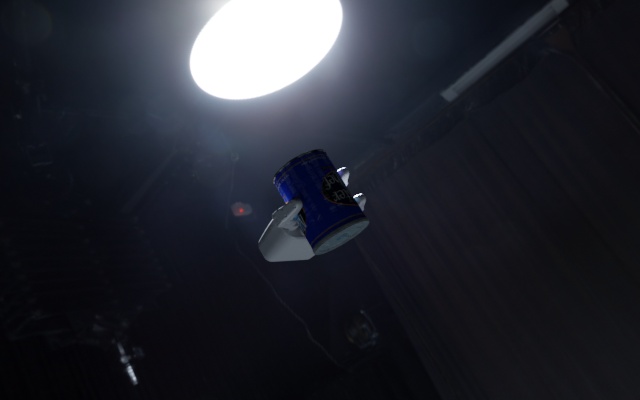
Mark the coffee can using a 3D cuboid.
[{"bbox_3d":[0.000,0.003,0.778,0.103,0.140,0.103,-28,-16,-9],"label":"coffee can"}]
